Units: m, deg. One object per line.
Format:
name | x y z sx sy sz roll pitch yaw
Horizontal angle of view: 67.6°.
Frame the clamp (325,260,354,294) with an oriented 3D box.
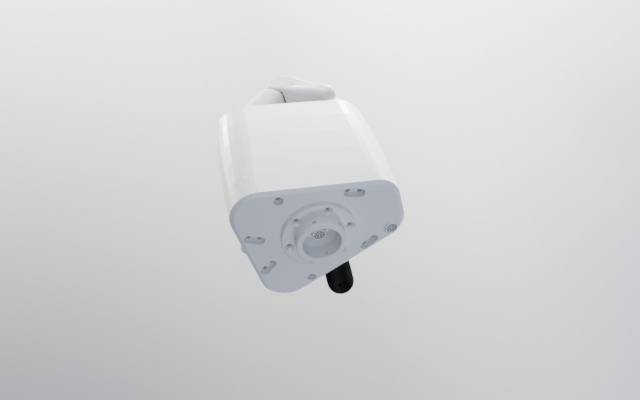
clamp | 0.001 0.001 0.448 0.039 0.172 0.120 -20 40 1
